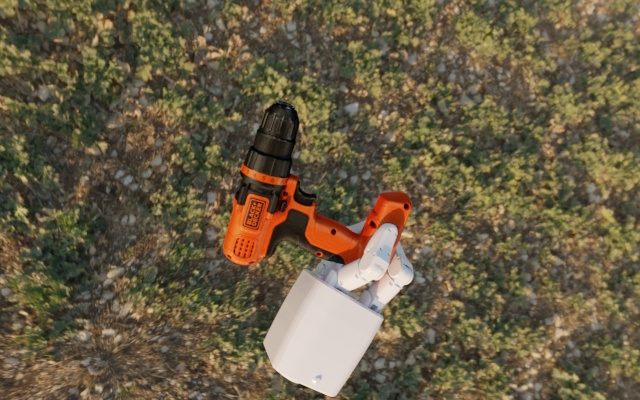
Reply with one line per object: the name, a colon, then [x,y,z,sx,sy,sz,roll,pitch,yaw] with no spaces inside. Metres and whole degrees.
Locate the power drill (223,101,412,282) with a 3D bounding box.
power drill: [0.000,0.002,0.530,0.187,0.184,0.057,17,16,-7]
